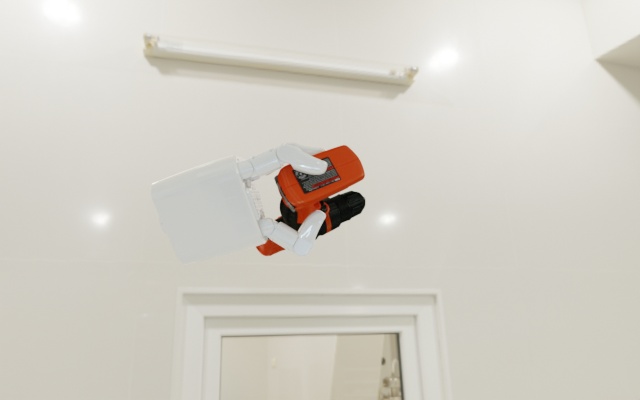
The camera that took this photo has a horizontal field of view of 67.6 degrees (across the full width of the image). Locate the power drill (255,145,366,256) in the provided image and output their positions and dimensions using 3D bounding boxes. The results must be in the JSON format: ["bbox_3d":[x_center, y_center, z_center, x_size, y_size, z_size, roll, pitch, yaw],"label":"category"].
[{"bbox_3d":[0.000,0.002,0.652,0.184,0.057,0.188,-24,-20,-21],"label":"power drill"}]
